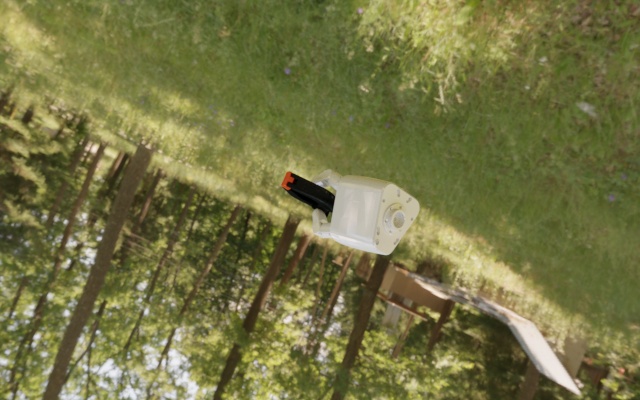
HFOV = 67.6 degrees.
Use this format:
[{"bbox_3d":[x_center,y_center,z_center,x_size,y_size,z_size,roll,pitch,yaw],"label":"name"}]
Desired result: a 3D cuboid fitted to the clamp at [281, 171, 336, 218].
[{"bbox_3d":[0.000,0.003,0.896,0.210,0.036,0.164,30,-14,-35],"label":"clamp"}]
